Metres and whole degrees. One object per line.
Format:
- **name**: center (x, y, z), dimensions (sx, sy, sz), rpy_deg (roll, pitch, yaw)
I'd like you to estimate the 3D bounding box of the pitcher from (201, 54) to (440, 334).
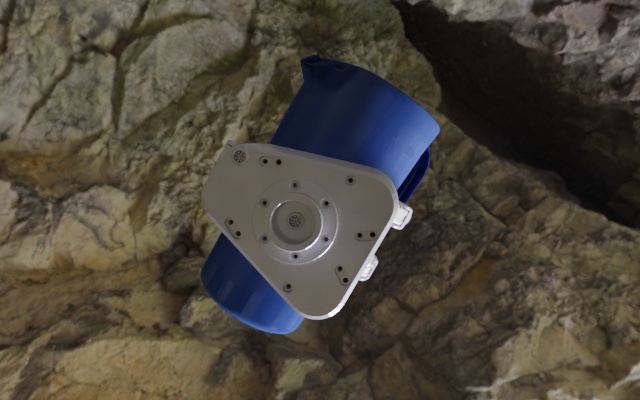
- **pitcher**: center (0.000, 0.001, 0.456), dimensions (0.149, 0.243, 0.145), rpy_deg (32, 5, 3)
